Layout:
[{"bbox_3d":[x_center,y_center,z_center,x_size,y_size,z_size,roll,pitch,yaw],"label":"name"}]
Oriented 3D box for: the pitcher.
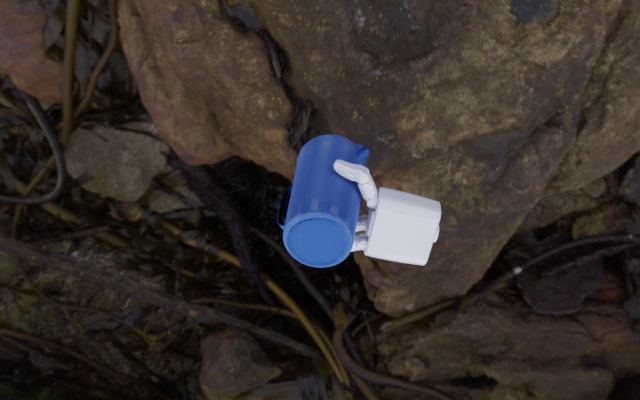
[{"bbox_3d":[0.000,0.003,0.816,0.145,0.149,0.242,13,34,-1],"label":"pitcher"}]
